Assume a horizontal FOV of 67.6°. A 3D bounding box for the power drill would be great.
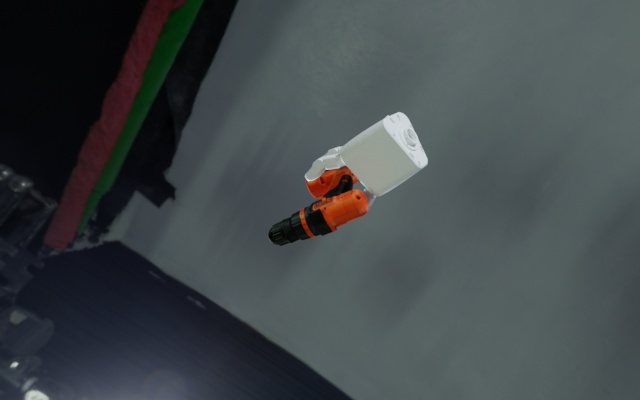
[{"bbox_3d":[0.000,0.002,0.873,0.184,0.057,0.187,-21,24,16],"label":"power drill"}]
